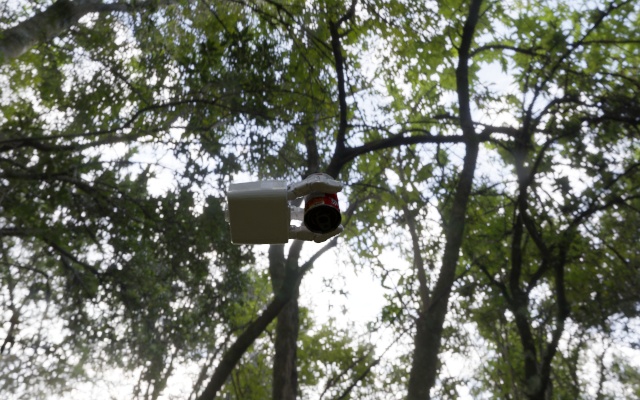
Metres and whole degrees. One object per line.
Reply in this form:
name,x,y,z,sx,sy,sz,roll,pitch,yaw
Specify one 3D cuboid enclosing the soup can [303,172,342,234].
soup can,0.001,0.003,0.882,0.068,0.069,0.102,0,39,-5
